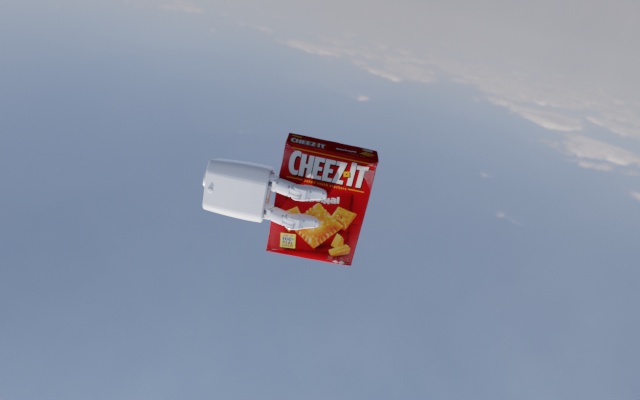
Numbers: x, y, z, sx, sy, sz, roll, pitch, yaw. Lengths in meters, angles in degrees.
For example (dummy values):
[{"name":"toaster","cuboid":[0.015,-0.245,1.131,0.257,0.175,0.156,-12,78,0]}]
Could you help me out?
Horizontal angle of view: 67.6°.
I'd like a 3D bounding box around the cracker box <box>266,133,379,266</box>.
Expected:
[{"name":"cracker box","cuboid":[0.000,0.003,0.863,0.164,0.214,0.072,11,23,-3]}]
